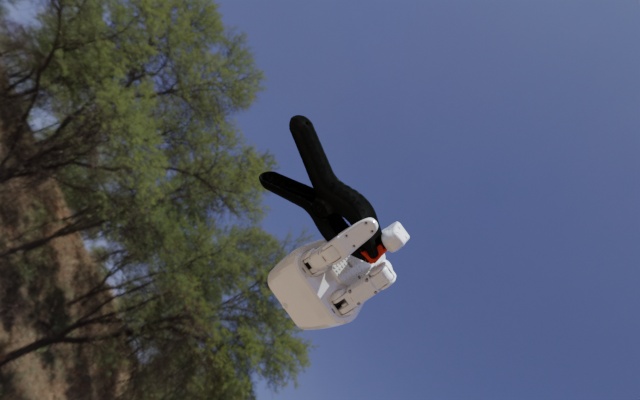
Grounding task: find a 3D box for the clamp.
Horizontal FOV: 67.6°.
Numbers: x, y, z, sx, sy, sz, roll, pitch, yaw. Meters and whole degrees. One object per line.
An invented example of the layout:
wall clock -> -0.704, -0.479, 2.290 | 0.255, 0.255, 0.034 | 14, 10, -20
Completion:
clamp -> 0.001, 0.002, 0.525 | 0.039, 0.171, 0.120 | -35, -2, -33
